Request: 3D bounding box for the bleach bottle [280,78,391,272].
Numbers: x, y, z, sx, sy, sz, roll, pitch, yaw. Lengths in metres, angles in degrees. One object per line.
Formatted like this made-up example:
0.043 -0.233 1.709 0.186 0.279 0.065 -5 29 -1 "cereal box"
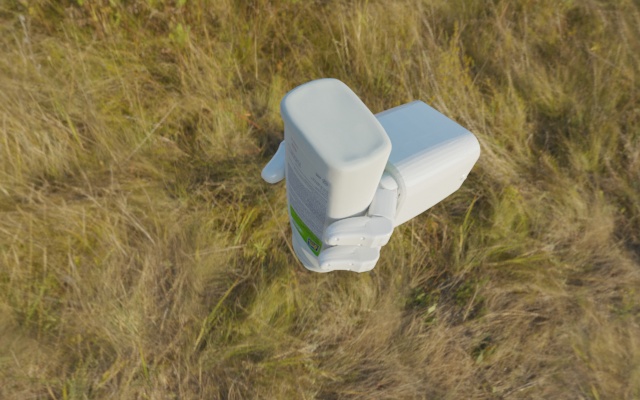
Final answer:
0.000 0.002 0.493 0.068 0.102 0.251 -27 -25 -22 "bleach bottle"
